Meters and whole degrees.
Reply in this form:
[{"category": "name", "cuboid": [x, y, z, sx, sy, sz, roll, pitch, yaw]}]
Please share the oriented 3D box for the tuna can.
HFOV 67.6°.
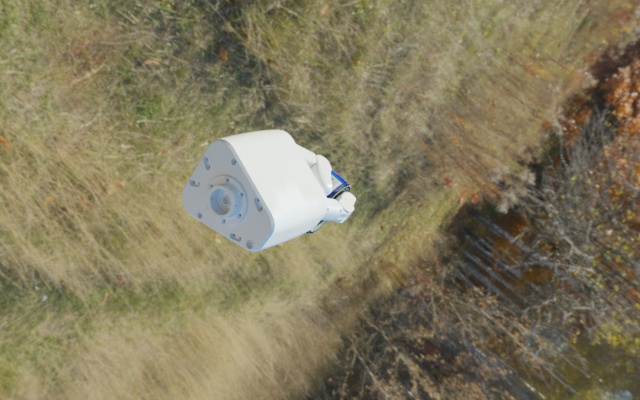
[{"category": "tuna can", "cuboid": [0.001, 0.002, 0.620, 0.033, 0.086, 0.086, 40, 10, 12]}]
